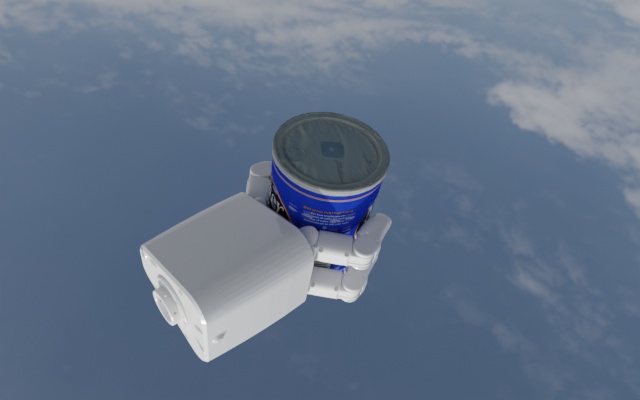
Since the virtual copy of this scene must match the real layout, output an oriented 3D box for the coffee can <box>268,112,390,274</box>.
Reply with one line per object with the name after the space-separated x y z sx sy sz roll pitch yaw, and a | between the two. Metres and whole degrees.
0.000 0.001 0.461 0.103 0.102 0.140 0 -42 -11 | coffee can
